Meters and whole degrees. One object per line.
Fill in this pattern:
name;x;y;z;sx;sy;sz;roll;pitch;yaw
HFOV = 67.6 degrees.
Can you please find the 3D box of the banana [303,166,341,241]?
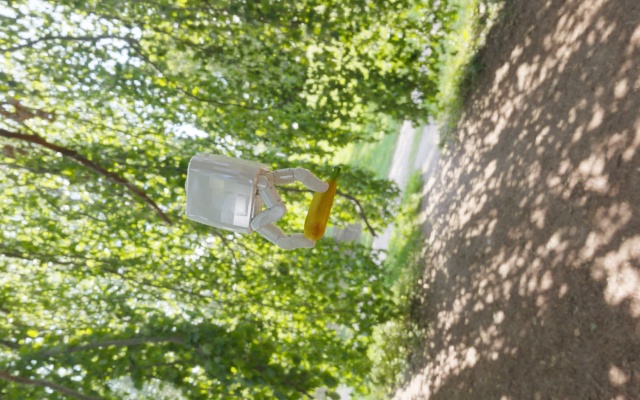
banana;-0.002;0.016;0.774;0.037;0.070;0.197;13;34;3
